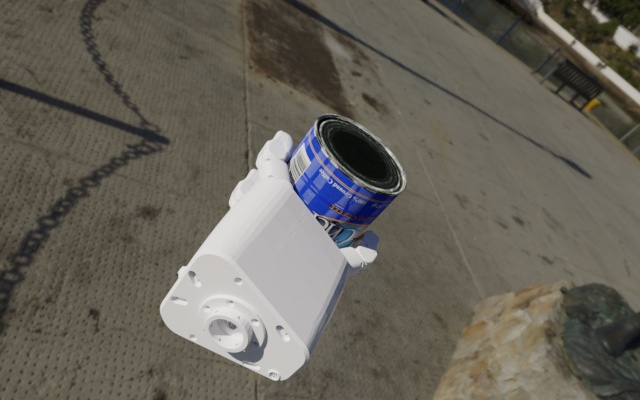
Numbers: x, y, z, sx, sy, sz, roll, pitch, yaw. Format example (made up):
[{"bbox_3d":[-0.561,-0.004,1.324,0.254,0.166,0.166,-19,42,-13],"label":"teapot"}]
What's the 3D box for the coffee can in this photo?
[{"bbox_3d":[0.000,0.002,0.469,0.103,0.102,0.140,0,-41,-46],"label":"coffee can"}]
